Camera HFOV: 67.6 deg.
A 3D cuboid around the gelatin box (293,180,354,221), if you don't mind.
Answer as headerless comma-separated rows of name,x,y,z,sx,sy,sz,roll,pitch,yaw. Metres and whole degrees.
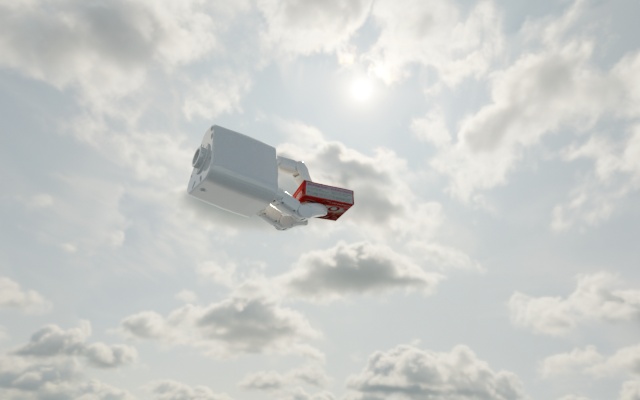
gelatin box,0.000,0.002,0.781,0.089,0.030,0.073,11,-28,-19
